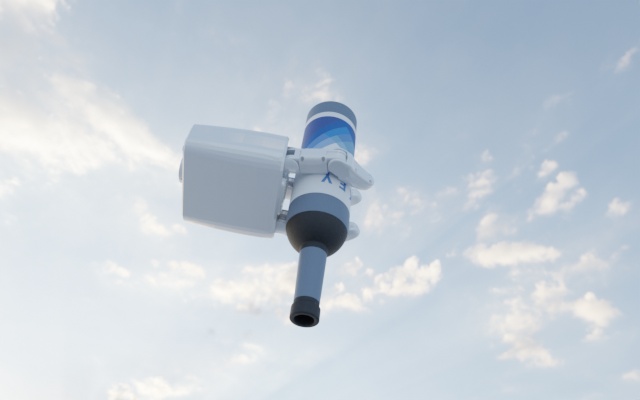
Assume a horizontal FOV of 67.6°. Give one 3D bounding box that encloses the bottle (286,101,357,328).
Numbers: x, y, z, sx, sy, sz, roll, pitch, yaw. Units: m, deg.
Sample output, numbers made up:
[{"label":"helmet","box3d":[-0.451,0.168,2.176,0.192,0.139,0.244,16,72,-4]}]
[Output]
[{"label":"bottle","box3d":[0.000,0.002,0.526,0.069,0.295,0.069,4,-44,4]}]
